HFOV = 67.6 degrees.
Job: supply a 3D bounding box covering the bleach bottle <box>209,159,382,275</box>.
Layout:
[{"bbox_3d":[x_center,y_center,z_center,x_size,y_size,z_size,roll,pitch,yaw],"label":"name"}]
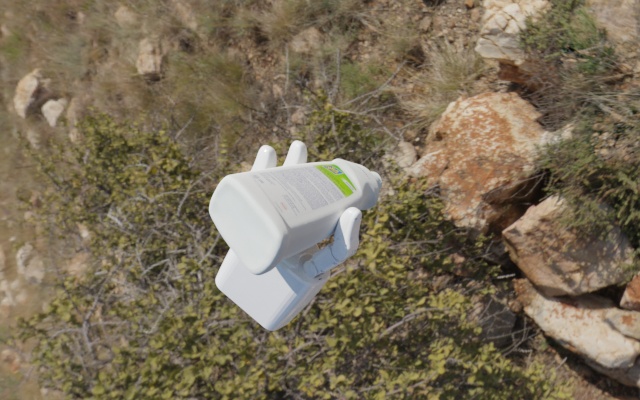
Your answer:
[{"bbox_3d":[0.000,0.002,0.551,0.251,0.102,0.068,-15,-32,-50],"label":"bleach bottle"}]
